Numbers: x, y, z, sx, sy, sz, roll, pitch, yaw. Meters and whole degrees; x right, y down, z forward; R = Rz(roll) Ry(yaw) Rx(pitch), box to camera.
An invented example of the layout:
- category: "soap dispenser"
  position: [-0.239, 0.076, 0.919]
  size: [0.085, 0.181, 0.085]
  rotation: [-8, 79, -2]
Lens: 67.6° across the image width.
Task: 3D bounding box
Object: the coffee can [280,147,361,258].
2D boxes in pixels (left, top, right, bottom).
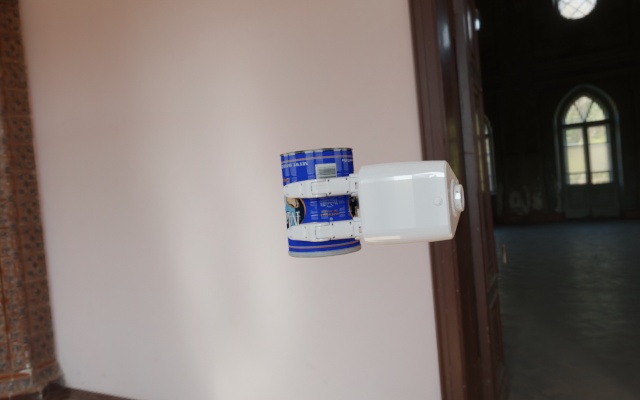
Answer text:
- category: "coffee can"
  position: [0.000, 0.002, 0.665]
  size: [0.103, 0.140, 0.103]
  rotation: [-5, 1, 0]
